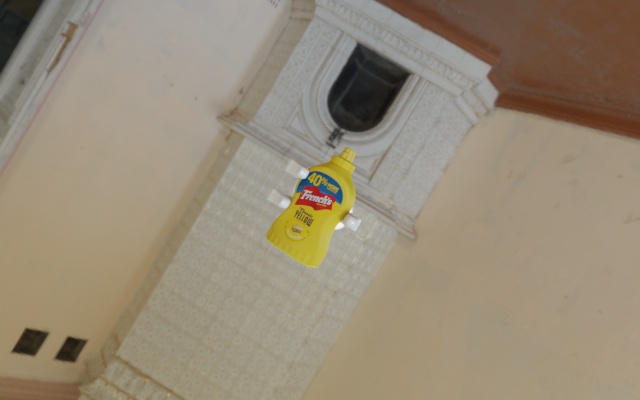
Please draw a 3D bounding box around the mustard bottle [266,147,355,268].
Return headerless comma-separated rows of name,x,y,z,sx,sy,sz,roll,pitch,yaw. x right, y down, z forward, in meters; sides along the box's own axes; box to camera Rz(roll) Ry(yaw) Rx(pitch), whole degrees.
mustard bottle,0.000,0.003,0.754,0.096,0.191,0.058,31,0,25
